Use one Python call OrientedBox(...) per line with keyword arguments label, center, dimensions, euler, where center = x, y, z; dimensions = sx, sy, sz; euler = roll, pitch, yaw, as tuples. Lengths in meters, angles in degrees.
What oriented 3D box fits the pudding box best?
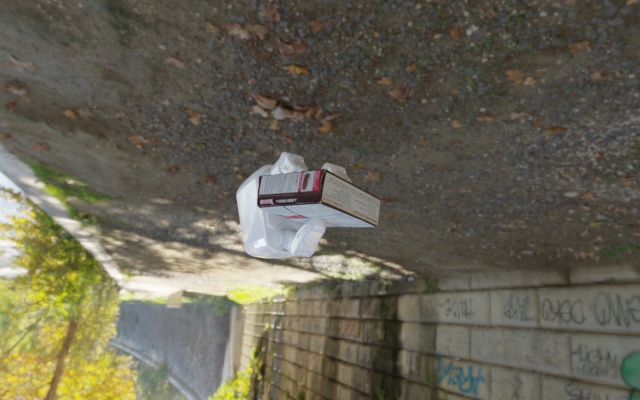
OrientedBox(label="pudding box", center=(0.000, 0.002, 0.521), dimensions=(0.090, 0.039, 0.113), euler=(-5, -16, 36))
